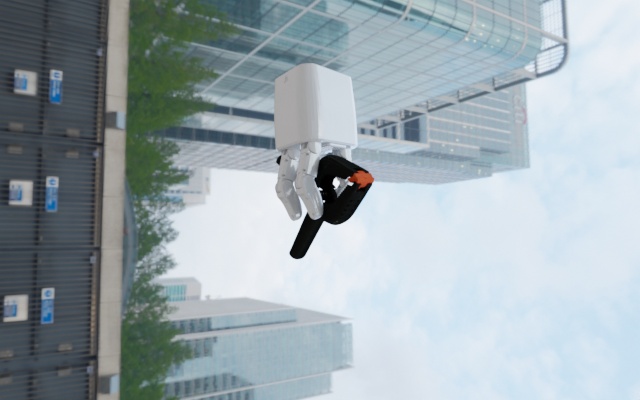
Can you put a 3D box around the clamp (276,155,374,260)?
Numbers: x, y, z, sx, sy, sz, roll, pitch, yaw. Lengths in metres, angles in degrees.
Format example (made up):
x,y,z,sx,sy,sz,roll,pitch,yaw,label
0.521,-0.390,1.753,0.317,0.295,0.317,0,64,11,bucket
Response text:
x,y,z,sx,sy,sz,roll,pitch,yaw,label
0.001,0.002,0.669,0.036,0.164,0.210,-5,-2,-33,clamp
